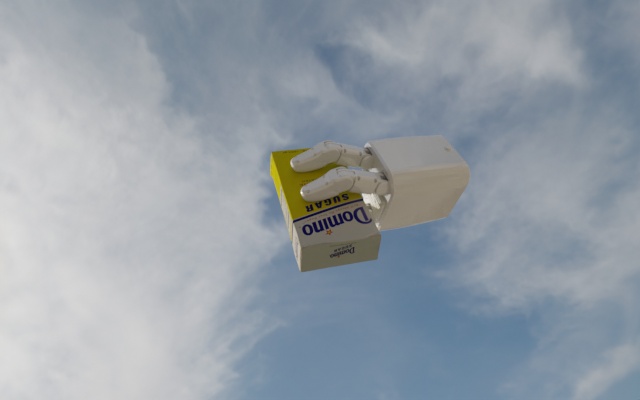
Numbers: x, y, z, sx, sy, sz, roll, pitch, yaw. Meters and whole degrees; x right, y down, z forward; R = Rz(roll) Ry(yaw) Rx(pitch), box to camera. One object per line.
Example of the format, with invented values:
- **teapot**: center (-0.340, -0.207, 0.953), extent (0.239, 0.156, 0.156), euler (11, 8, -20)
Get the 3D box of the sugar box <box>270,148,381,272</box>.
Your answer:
- **sugar box**: center (0.000, 0.001, 0.578), extent (0.093, 0.048, 0.176), euler (-8, 40, -14)
